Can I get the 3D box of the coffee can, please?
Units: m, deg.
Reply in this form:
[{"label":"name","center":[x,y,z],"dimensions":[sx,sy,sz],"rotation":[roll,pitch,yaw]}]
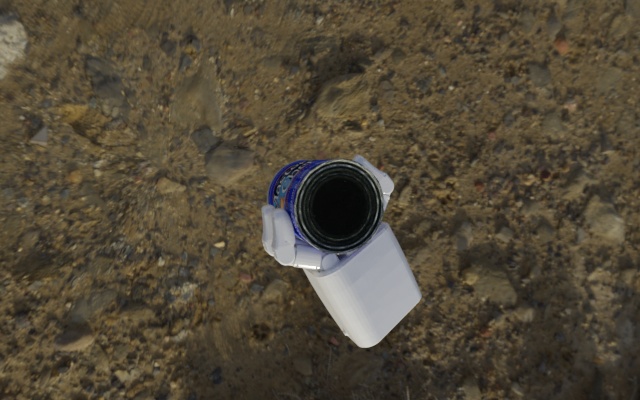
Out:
[{"label":"coffee can","center":[0.000,0.002,0.571],"dimensions":[0.103,0.103,0.140],"rotation":[0,4,-18]}]
